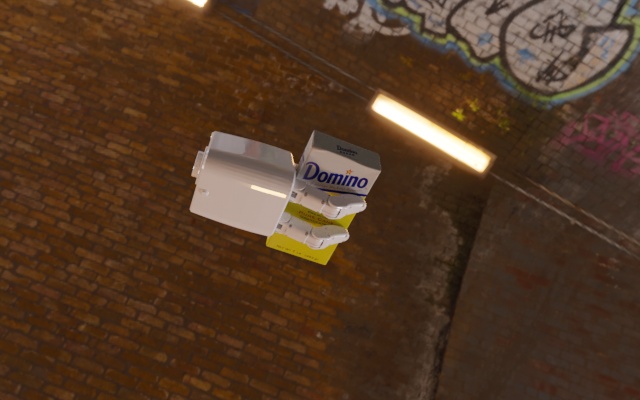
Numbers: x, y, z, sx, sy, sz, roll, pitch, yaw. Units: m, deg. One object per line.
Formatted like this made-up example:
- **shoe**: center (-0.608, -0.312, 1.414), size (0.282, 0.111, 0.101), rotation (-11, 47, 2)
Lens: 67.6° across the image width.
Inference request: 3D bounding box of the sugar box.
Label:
- **sugar box**: center (0.000, 0.002, 0.631), size (0.093, 0.176, 0.048), rotation (19, 38, -11)
